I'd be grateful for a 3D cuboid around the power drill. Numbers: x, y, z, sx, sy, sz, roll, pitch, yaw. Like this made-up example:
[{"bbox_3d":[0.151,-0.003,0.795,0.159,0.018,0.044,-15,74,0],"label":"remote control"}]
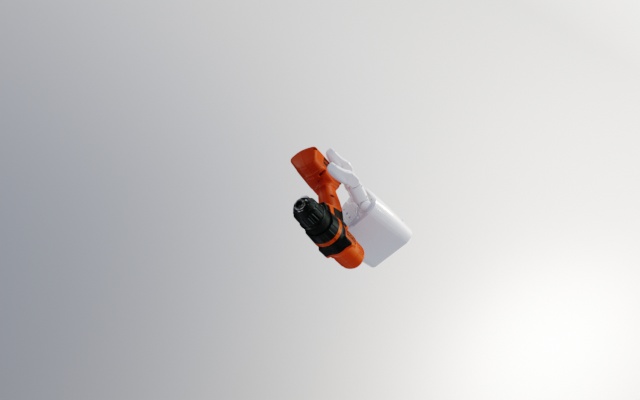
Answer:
[{"bbox_3d":[0.000,0.002,0.771,0.057,0.187,0.184,-25,-42,14],"label":"power drill"}]
